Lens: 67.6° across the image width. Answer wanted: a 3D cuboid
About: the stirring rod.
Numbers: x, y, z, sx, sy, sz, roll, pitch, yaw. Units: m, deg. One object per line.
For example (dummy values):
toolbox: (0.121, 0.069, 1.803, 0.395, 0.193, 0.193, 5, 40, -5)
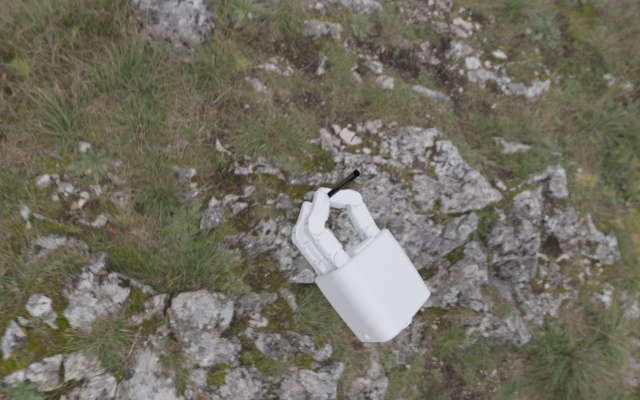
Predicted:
stirring rod: (0.000, 0.002, 0.629, 0.011, 0.011, 0.239, 0, -15, -20)
